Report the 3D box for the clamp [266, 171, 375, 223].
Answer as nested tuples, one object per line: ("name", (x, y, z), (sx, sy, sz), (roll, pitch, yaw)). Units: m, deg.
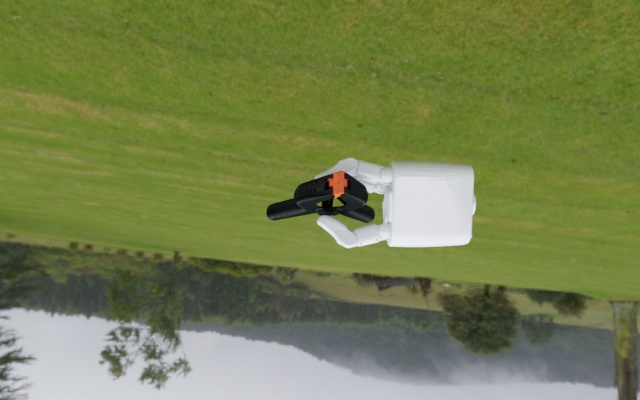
("clamp", (0.000, 0.003, 0.643), (0.164, 0.036, 0.210), (-1, -12, 0))
